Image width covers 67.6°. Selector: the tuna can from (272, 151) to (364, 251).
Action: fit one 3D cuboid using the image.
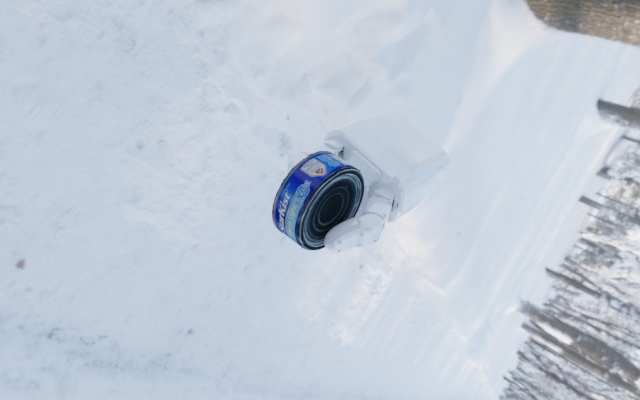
[{"bbox_3d":[0.000,0.002,0.424,0.033,0.086,0.086,34,19,31],"label":"tuna can"}]
